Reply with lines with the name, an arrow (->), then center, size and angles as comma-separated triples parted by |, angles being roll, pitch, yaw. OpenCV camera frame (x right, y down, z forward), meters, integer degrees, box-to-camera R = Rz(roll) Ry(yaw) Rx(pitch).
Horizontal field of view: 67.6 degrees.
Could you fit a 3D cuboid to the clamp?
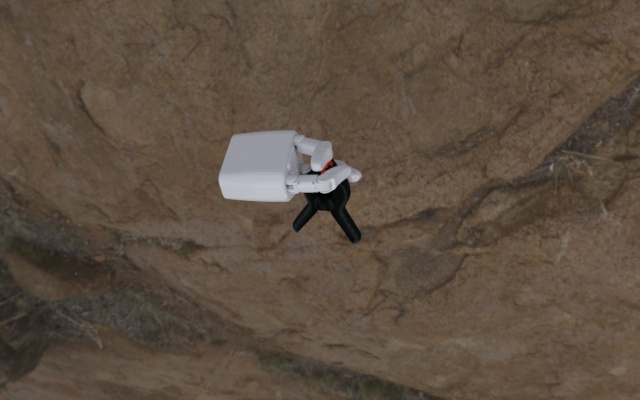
clamp -> 0.000, 0.003, 0.783 | 0.120, 0.172, 0.039 | 0, 38, 14
